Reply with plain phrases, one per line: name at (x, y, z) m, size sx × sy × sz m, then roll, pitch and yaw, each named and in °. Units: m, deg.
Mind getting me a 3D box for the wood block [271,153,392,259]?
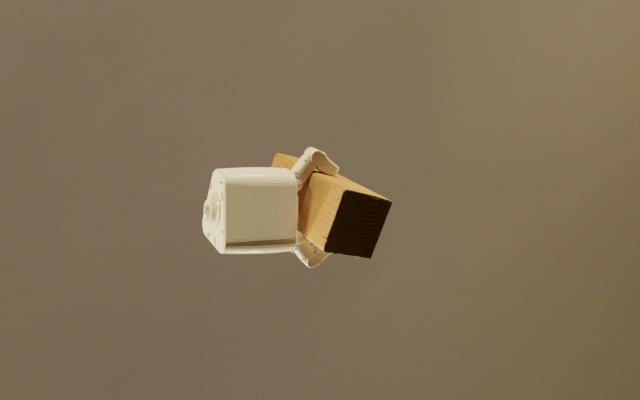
wood block at (0.000, 0.002, 0.725) m, size 0.090 × 0.091 × 0.206 m, roll 13°, pitch 11°, yaw -35°
